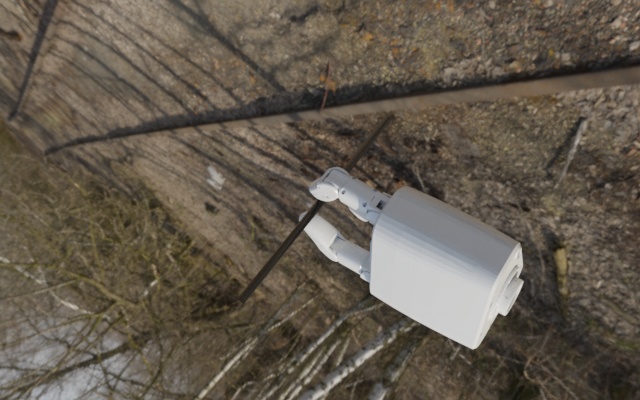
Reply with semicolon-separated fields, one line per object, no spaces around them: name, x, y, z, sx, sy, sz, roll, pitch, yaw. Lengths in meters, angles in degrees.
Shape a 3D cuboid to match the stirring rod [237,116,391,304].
stirring rod;0.000;0.001;0.465;0.011;0.239;0.011;34;-20;14
